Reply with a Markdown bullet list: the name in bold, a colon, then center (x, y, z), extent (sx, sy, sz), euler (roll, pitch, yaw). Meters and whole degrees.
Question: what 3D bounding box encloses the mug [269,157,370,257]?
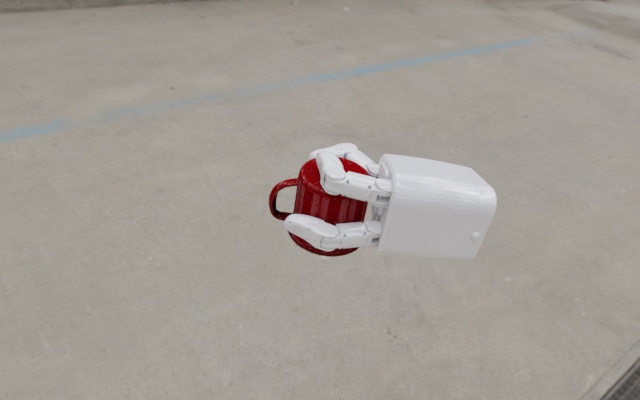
- **mug**: center (-0.001, 0.001, 0.542), extent (0.117, 0.082, 0.093), euler (6, 36, -4)
